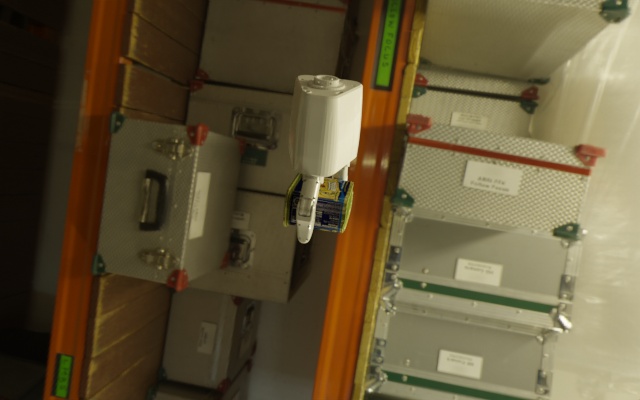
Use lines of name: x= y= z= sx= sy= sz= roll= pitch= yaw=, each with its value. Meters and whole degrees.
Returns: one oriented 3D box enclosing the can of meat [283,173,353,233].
can of meat: x=0.000 y=0.002 z=0.679 sx=0.084 sy=0.057 sz=0.102 roll=9 pitch=24 yaw=7
